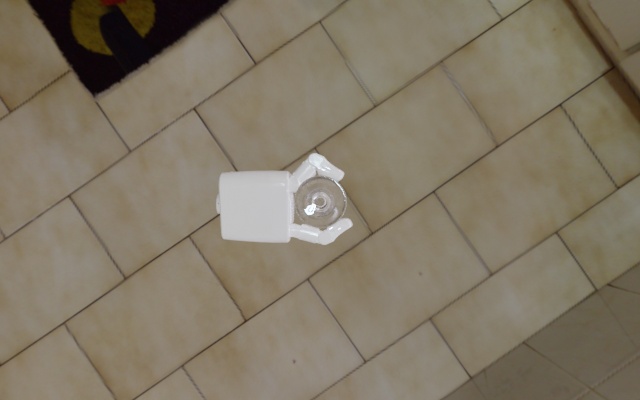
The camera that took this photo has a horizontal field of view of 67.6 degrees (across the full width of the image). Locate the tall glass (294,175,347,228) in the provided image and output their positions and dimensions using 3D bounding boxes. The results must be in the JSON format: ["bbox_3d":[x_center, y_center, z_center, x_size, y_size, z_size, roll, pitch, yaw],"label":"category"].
[{"bbox_3d":[0.000,0.003,0.769,0.079,0.079,0.201,0,0,1],"label":"tall glass"}]
